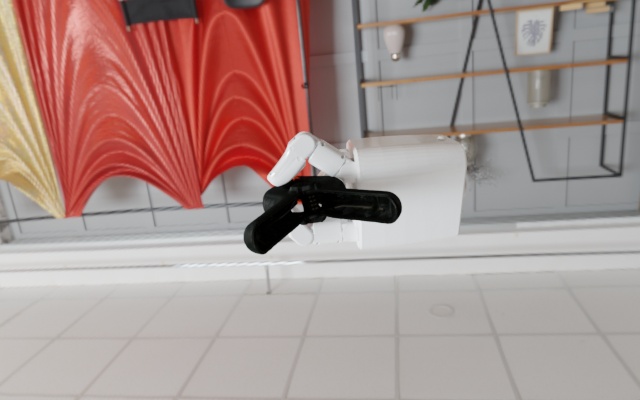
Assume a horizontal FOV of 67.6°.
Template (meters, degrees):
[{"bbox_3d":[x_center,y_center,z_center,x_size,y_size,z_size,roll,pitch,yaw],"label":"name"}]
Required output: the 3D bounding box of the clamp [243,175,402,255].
[{"bbox_3d":[0.000,0.002,0.420,0.120,0.039,0.171,-5,16,-1],"label":"clamp"}]
